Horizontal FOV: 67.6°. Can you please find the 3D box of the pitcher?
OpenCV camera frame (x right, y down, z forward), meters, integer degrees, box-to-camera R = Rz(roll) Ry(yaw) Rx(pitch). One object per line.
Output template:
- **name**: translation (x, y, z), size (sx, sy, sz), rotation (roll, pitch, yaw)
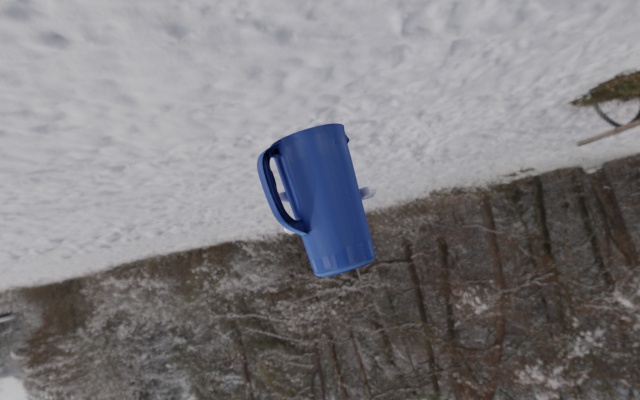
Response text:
- **pitcher**: translation (0.000, 0.003, 0.807), size (0.149, 0.243, 0.145), rotation (-17, -4, 9)
